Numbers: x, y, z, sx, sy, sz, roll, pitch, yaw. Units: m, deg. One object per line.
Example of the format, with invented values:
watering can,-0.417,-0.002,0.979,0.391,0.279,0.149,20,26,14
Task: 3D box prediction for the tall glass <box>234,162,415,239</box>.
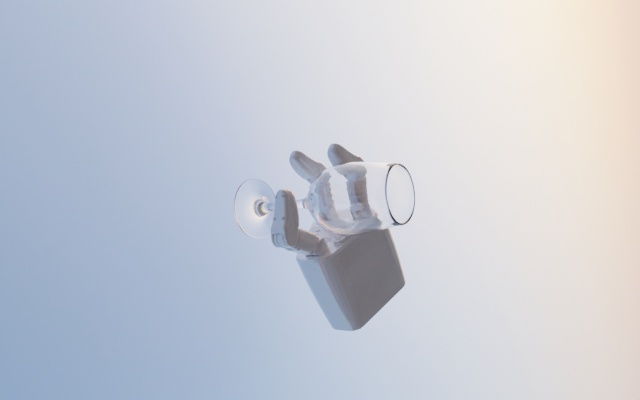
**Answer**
tall glass,-0.001,0.002,0.527,0.201,0.079,0.079,-6,-4,37
